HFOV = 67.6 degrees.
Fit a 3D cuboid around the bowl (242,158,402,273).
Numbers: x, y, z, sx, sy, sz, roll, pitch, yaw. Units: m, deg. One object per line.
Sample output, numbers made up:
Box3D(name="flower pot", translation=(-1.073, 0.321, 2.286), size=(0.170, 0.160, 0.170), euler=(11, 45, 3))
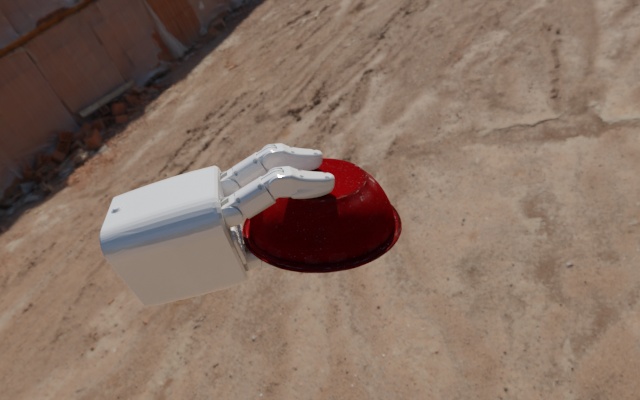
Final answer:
Box3D(name="bowl", translation=(0.001, 0.001, 0.473), size=(0.162, 0.055, 0.162), euler=(-2, 29, 1))
